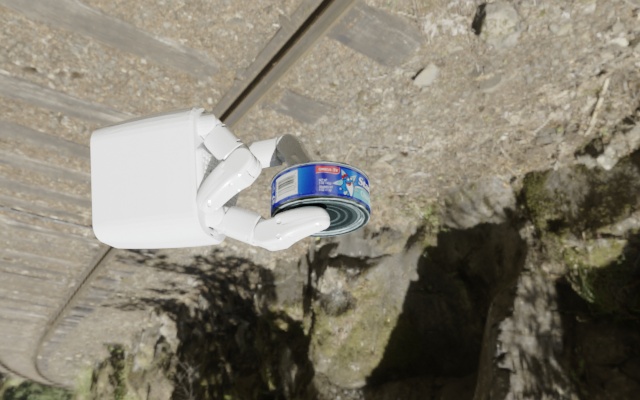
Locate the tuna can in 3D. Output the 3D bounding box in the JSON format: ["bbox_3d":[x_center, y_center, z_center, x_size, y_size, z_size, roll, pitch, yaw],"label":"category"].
[{"bbox_3d":[0.000,0.002,0.407,0.086,0.033,0.086,-1,-25,0],"label":"tuna can"}]
